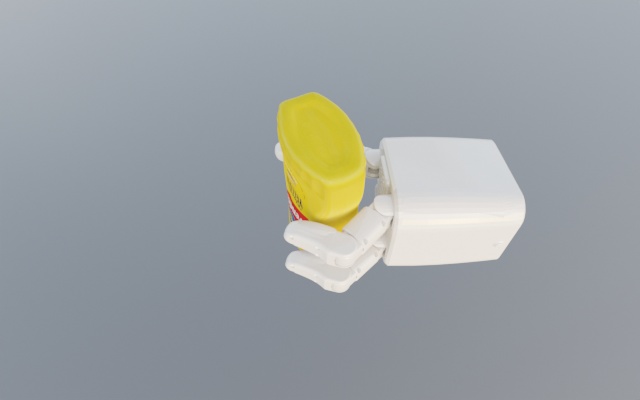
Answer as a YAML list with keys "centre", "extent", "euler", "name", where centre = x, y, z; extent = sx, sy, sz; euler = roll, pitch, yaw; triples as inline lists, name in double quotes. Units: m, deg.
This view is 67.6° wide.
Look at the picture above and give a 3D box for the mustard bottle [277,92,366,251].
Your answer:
- centre: [0.000, 0.001, 0.436]
  extent: [0.058, 0.096, 0.192]
  euler: [-23, -30, -14]
  name: "mustard bottle"
